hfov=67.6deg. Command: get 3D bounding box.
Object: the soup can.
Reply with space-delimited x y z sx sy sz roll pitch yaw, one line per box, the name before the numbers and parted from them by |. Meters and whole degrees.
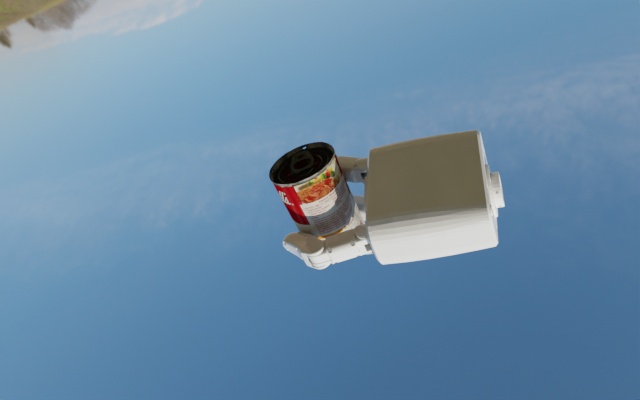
soup can | 0.000 0.002 0.483 0.068 0.102 0.068 -18 34 12
